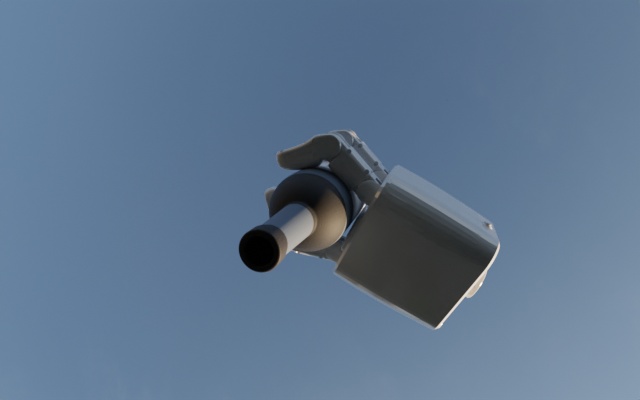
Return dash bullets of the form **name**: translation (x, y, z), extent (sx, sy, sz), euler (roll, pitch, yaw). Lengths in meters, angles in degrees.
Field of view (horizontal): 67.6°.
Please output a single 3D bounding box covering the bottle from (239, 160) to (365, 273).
- **bottle**: translation (0.000, 0.001, 0.425), extent (0.069, 0.069, 0.295), euler (0, 11, 15)
